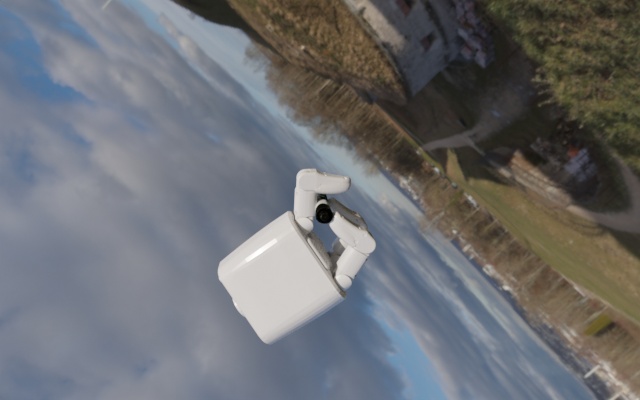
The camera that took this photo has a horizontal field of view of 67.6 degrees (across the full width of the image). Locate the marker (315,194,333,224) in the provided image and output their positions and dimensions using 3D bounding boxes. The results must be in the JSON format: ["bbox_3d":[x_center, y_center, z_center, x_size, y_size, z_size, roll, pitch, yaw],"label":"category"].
[{"bbox_3d":[0.000,0.002,0.555,0.020,0.020,0.121,0,15,-4],"label":"marker"}]
